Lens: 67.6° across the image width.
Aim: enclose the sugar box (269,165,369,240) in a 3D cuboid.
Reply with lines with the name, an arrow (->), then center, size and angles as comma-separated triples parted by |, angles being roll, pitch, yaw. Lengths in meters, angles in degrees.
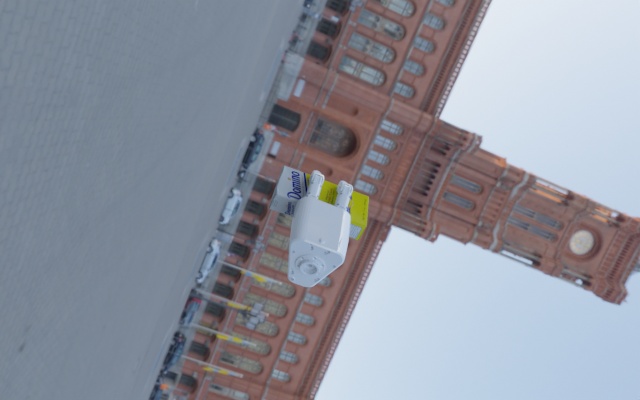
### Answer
sugar box -> 0.000, 0.003, 0.889 | 0.176, 0.048, 0.093 | 21, 38, -9
